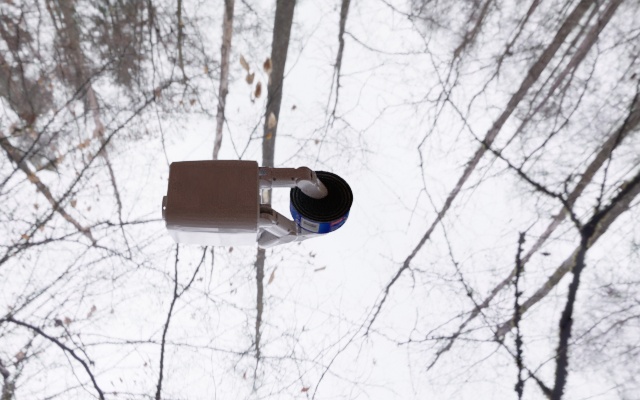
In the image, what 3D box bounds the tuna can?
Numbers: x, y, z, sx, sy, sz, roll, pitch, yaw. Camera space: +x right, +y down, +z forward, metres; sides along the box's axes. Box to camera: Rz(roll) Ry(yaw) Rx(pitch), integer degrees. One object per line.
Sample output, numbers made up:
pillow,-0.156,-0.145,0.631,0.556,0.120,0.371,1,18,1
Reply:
tuna can,0.000,0.002,0.647,0.086,0.086,0.034,0,-35,-7
